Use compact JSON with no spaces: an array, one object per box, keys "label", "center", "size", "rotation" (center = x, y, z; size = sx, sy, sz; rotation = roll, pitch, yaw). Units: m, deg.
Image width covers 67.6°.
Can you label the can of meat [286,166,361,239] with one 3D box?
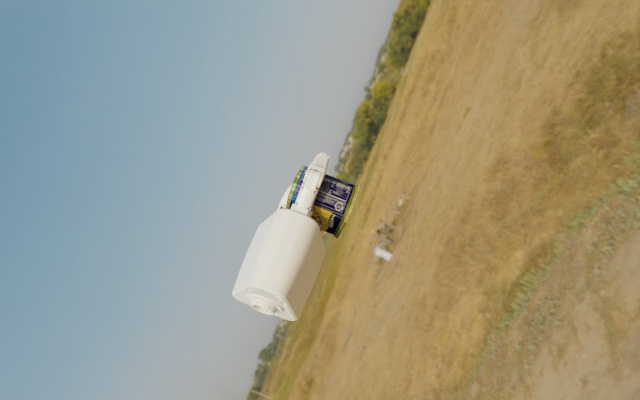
[{"label":"can of meat","center":[0.000,0.002,0.656],"size":[0.084,0.057,0.102],"rotation":[21,-23,1]}]
